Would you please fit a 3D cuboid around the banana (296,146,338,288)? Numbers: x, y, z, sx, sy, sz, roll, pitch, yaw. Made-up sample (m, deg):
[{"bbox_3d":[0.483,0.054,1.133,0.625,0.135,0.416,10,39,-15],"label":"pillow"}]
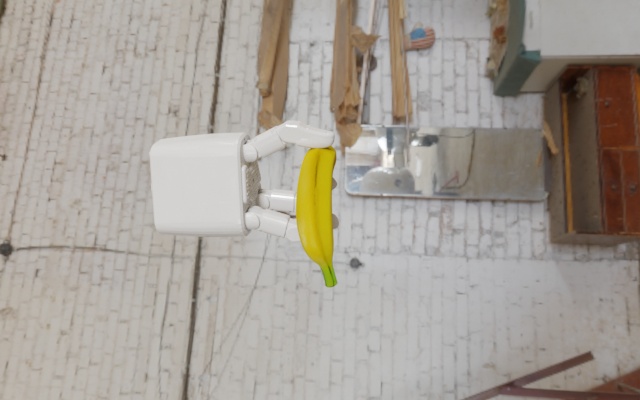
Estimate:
[{"bbox_3d":[-0.003,-0.008,0.505,0.037,0.197,0.070,-4,-43,8],"label":"banana"}]
